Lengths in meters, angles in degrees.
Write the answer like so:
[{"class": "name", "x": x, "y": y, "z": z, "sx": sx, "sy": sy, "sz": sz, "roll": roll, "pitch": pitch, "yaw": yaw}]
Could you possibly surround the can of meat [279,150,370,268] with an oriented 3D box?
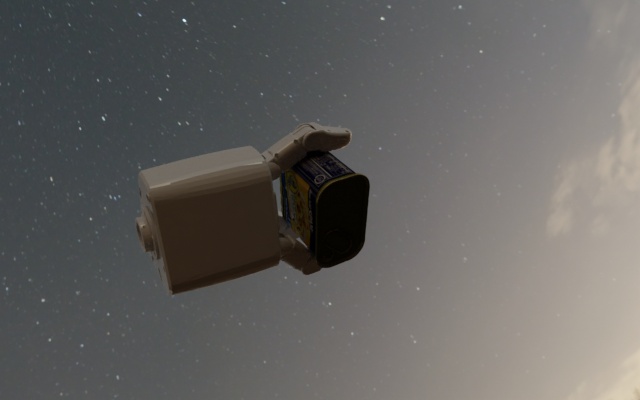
[{"class": "can of meat", "x": 0.000, "y": 0.001, "z": 0.480, "sx": 0.057, "sy": 0.102, "sz": 0.084, "roll": -18, "pitch": 39, "yaw": -25}]
